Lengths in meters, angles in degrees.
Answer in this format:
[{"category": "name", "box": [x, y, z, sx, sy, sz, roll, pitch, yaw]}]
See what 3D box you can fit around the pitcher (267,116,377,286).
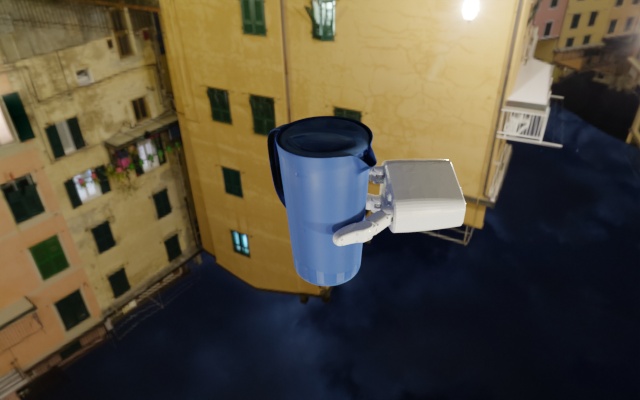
[{"category": "pitcher", "box": [0.000, 0.002, 0.718, 0.145, 0.243, 0.149, -5, 34, -5]}]
